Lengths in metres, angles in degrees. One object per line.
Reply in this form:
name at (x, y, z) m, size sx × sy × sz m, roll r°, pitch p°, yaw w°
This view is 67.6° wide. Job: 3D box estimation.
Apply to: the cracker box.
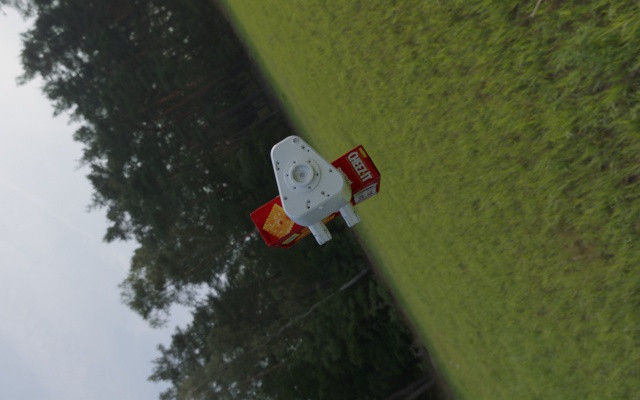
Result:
cracker box at (0.000, 0.003, 0.837) m, size 0.214 × 0.072 × 0.164 m, roll -31°, pitch -9°, yaw 2°
